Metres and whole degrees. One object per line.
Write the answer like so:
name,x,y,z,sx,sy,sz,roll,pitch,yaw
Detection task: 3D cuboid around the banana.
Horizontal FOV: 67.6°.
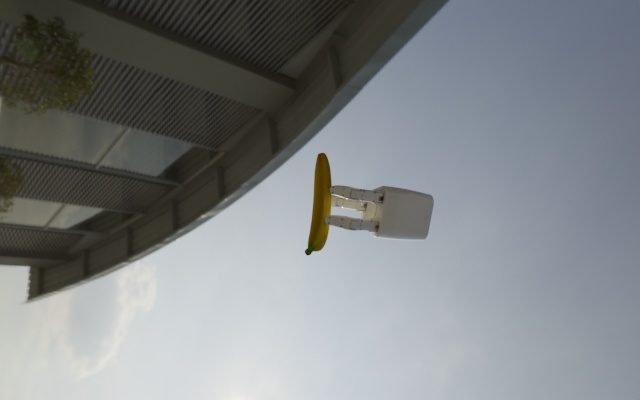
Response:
banana,0.001,0.012,0.895,0.037,0.197,0.070,4,-17,5
